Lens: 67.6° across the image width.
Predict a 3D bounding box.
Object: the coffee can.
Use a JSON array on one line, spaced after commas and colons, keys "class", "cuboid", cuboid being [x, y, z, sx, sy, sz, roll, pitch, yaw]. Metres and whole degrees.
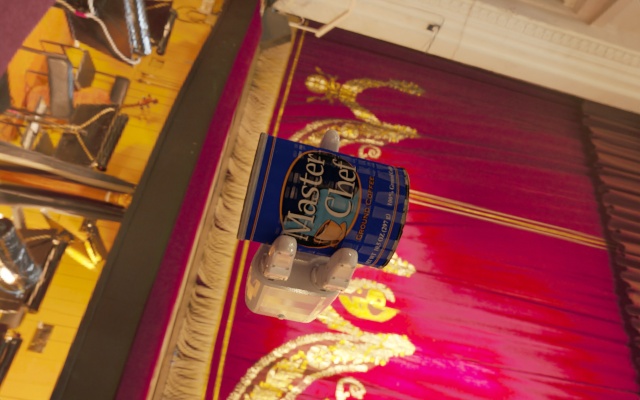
[{"class": "coffee can", "cuboid": [0.000, 0.001, 0.456, 0.140, 0.103, 0.103, 13, -2, -8]}]
